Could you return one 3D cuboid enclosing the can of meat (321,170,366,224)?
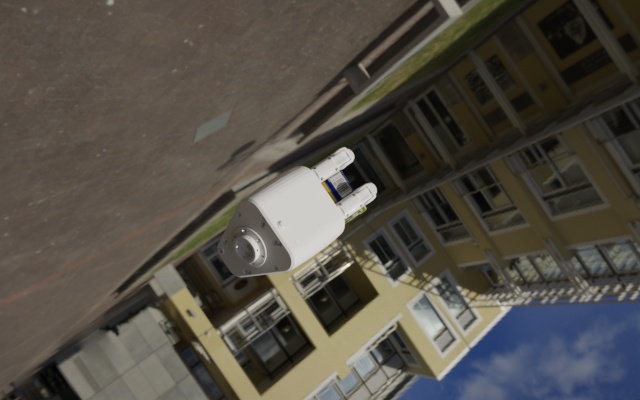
[{"bbox_3d":[0.000,0.002,0.648,0.102,0.084,0.057,-34,0,37],"label":"can of meat"}]
